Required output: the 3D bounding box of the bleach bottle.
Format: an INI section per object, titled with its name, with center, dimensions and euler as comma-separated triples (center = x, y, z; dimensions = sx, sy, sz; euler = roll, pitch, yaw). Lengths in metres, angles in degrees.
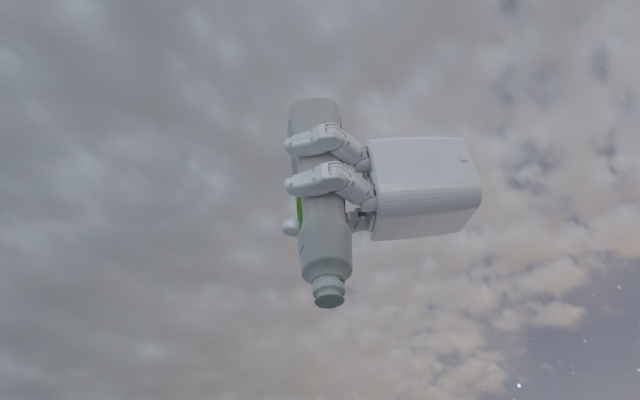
[bleach bottle]
center = 0.000, 0.002, 0.522
dimensions = 0.068, 0.250, 0.103
euler = -3, -39, -2
